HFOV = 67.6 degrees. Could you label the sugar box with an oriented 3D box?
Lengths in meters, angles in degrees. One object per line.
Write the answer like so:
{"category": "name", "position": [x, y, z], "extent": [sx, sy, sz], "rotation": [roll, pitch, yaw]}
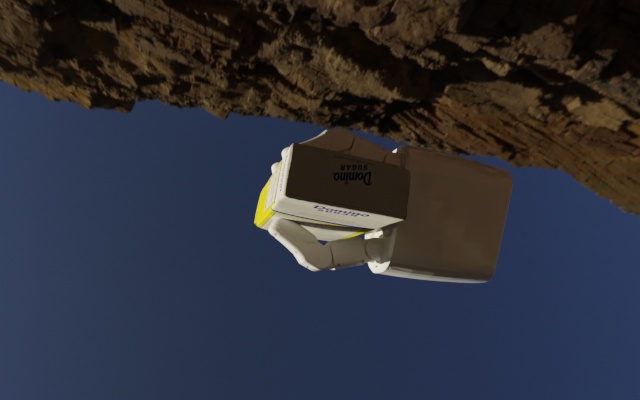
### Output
{"category": "sugar box", "position": [0.000, 0.001, 0.416], "extent": [0.093, 0.048, 0.176], "rotation": [11, -15, -13]}
